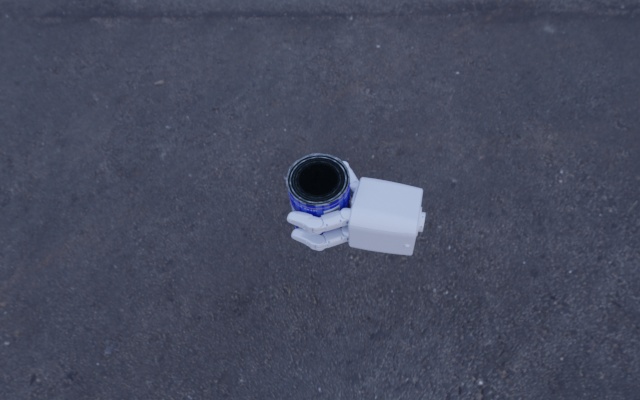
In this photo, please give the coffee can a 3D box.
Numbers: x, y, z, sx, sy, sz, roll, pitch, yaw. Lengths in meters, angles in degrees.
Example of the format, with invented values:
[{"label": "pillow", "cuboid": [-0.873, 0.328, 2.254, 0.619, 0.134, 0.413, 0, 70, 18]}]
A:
[{"label": "coffee can", "cuboid": [0.000, 0.003, 0.814, 0.103, 0.102, 0.140, 0, -33, 4]}]
